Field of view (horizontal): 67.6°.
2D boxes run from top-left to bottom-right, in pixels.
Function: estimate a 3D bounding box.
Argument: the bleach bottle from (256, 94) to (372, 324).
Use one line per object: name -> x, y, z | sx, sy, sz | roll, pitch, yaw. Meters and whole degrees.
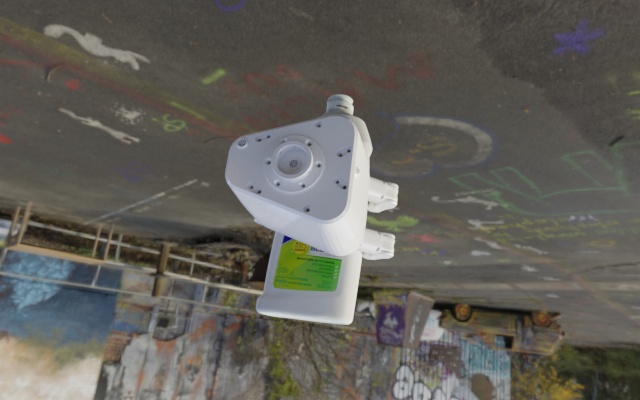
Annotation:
bleach bottle -> 0.000, 0.002, 0.522 | 0.102, 0.250, 0.068 | 4, -17, 10
